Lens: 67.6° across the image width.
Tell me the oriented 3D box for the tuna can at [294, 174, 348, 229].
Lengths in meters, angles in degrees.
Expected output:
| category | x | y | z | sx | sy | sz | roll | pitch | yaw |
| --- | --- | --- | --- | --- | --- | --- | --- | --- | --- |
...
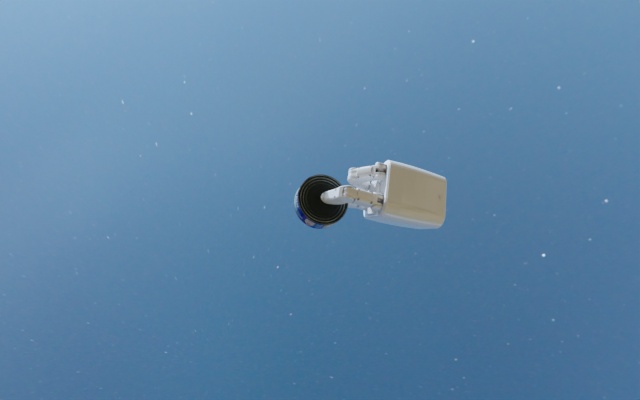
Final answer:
| category | x | y | z | sx | sy | sz | roll | pitch | yaw |
| --- | --- | --- | --- | --- | --- | --- | --- | --- | --- |
| tuna can | 0.000 | 0.003 | 0.787 | 0.086 | 0.086 | 0.034 | 0 | -17 | -18 |
